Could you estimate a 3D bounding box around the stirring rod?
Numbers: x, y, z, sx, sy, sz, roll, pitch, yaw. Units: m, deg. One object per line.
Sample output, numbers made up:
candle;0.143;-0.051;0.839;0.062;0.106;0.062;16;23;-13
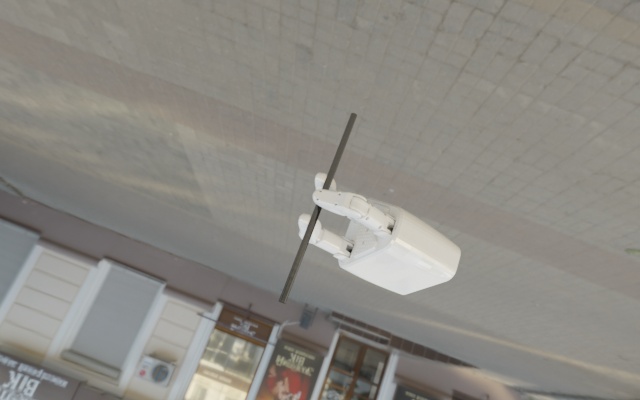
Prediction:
stirring rod;0.000;0.002;0.545;0.011;0.239;0.011;19;-18;7
